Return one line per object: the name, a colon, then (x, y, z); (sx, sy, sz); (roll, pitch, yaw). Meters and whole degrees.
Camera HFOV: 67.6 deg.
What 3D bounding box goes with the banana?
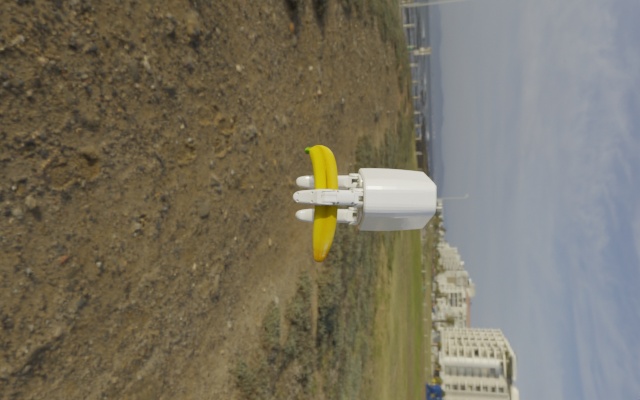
banana: (0.005, -0.008, 0.726); (0.037, 0.197, 0.070); (3, -25, -14)
